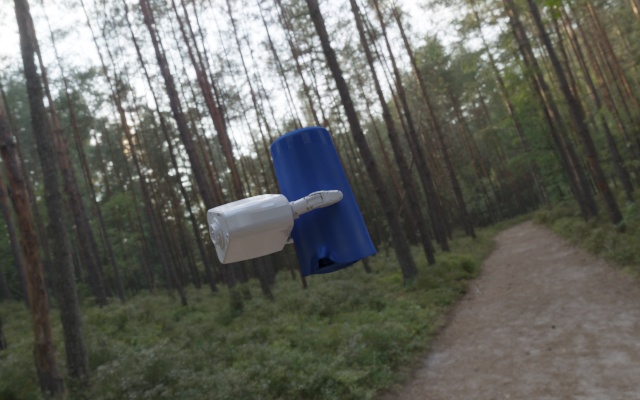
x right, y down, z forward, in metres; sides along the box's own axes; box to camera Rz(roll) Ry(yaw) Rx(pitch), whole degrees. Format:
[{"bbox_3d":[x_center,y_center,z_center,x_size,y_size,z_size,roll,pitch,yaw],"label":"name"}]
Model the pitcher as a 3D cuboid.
[{"bbox_3d":[0.000,0.003,0.832,0.145,0.243,0.149,-14,-8,-28],"label":"pitcher"}]
